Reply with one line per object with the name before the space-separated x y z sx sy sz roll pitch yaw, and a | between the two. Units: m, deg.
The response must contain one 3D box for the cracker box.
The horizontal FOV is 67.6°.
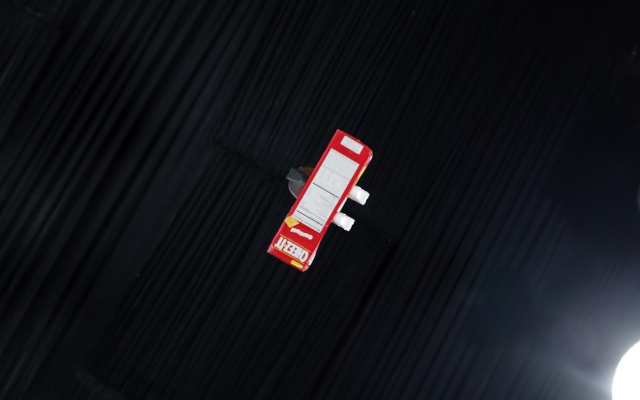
cracker box | 0.000 0.002 0.786 0.072 0.213 0.164 30 -2 0
